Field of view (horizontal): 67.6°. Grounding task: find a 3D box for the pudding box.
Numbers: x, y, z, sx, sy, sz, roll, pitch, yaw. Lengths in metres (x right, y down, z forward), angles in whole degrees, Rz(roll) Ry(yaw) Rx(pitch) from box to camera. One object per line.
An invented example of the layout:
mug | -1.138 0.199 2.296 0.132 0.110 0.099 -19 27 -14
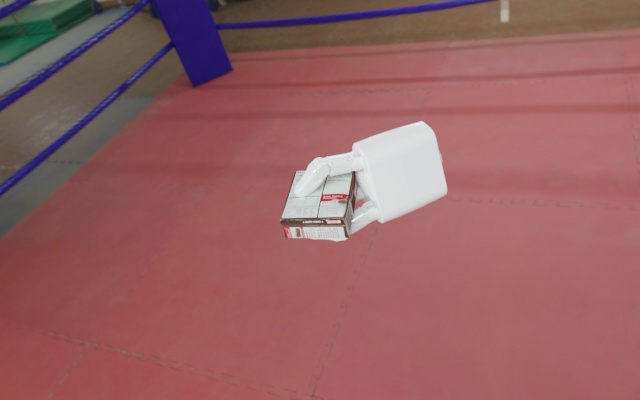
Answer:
pudding box | 0.000 0.002 0.659 0.090 0.039 0.113 -2 38 14
